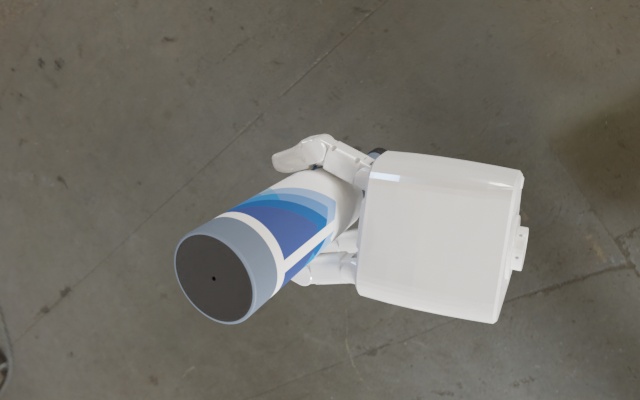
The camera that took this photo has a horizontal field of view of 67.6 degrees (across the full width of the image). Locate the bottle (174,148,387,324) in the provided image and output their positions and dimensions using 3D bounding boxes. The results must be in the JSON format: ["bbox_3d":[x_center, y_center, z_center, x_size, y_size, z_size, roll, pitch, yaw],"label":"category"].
[{"bbox_3d":[0.000,0.001,0.423,0.069,0.069,0.295,0,19,30],"label":"bottle"}]
